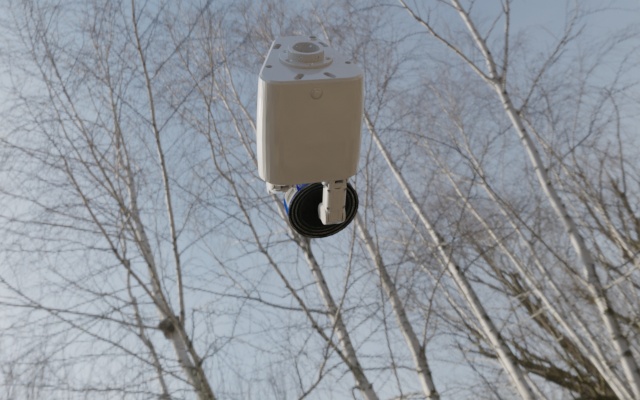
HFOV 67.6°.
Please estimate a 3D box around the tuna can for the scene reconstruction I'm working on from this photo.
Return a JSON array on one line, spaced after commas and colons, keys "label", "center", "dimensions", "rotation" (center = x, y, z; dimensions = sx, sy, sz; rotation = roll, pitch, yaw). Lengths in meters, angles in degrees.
[{"label": "tuna can", "center": [0.000, 0.002, 0.570], "dimensions": [0.086, 0.086, 0.033], "rotation": [0, 35, -19]}]
